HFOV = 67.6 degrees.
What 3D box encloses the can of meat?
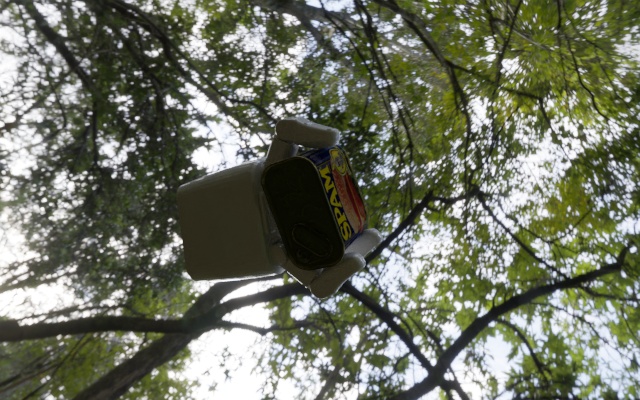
[{"bbox_3d":[0.000,0.001,0.449,0.057,0.102,0.084,-15,10,27],"label":"can of meat"}]
